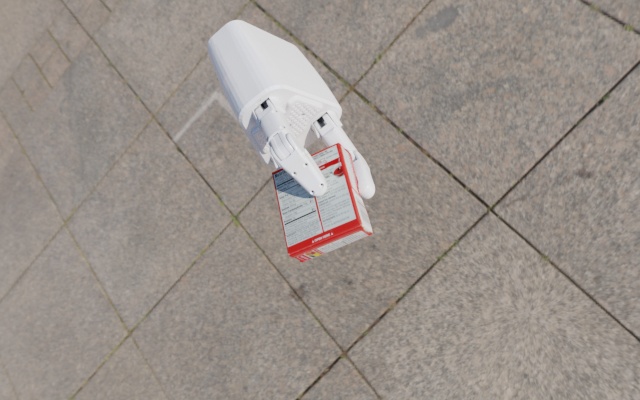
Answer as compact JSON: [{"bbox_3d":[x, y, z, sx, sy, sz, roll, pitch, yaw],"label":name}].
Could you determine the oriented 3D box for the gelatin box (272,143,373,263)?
[{"bbox_3d":[0.000,0.002,0.432,0.073,0.089,0.030,-24,-29,19],"label":"gelatin box"}]
